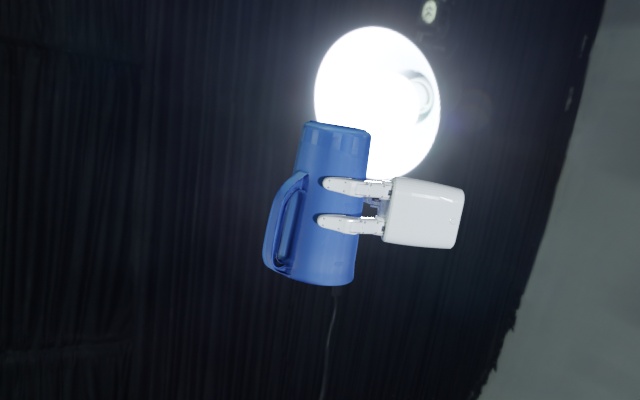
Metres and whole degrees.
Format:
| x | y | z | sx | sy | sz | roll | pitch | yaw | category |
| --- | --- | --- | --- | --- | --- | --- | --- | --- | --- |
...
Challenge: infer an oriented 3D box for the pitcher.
| x | y | z | sx | sy | sz | roll | pitch | yaw | category |
| --- | --- | --- | --- | --- | --- | --- | --- | --- | --- |
| 0.000 | 0.002 | 0.743 | 0.145 | 0.243 | 0.149 | 9 | 10 | 0 | pitcher |
